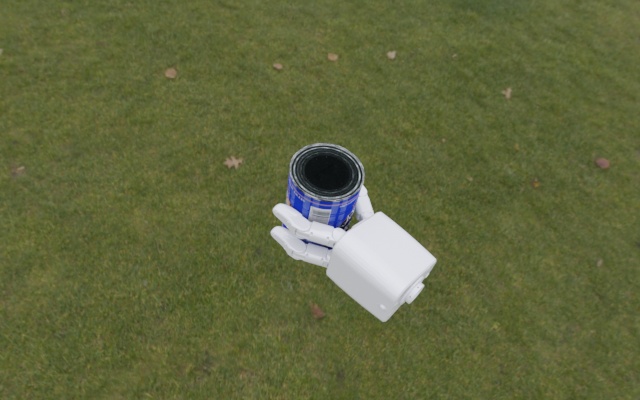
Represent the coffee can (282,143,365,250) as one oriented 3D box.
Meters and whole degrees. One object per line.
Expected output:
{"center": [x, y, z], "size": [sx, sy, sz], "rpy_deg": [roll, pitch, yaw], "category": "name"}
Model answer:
{"center": [0.000, 0.002, 0.691], "size": [0.103, 0.102, 0.140], "rpy_deg": [0, -37, -9], "category": "coffee can"}
